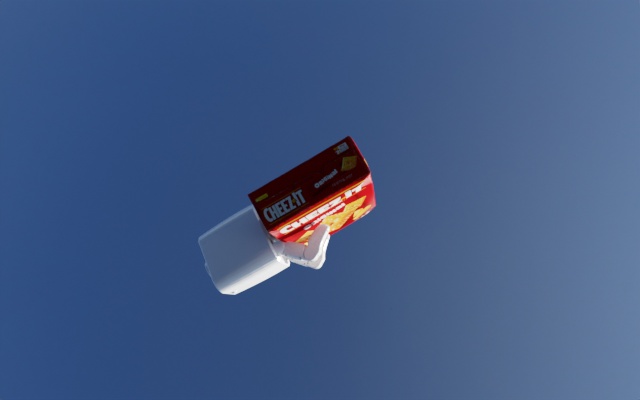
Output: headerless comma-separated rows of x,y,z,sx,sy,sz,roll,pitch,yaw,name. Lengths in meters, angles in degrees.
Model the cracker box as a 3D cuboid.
0.000,0.002,0.743,0.164,0.072,0.214,-31,-15,1,cracker box
